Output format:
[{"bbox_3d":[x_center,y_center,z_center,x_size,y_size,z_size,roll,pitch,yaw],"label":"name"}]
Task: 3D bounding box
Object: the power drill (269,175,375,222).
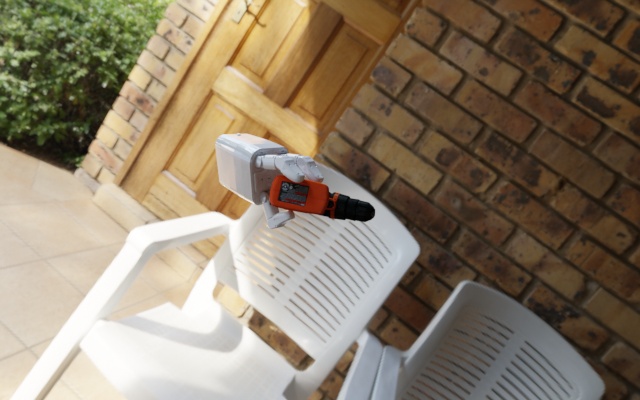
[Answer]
[{"bbox_3d":[0.000,0.003,0.875,0.184,0.057,0.188,10,-4,15],"label":"power drill"}]
